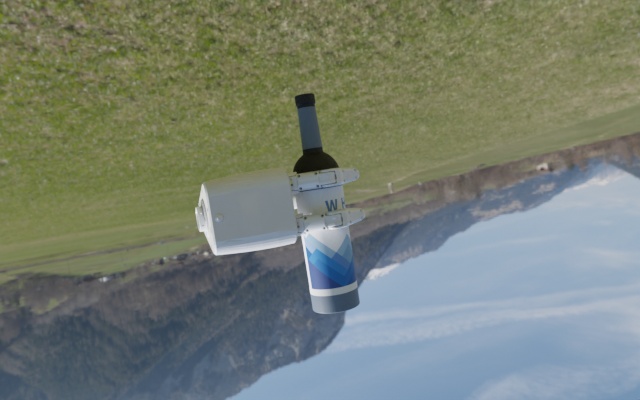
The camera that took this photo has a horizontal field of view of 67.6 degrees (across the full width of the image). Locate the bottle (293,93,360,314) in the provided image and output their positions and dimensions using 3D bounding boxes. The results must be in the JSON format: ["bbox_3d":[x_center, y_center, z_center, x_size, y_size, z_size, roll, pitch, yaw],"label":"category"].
[{"bbox_3d":[0.000,0.002,0.658,0.069,0.296,0.069,-9,3,0],"label":"bottle"}]
